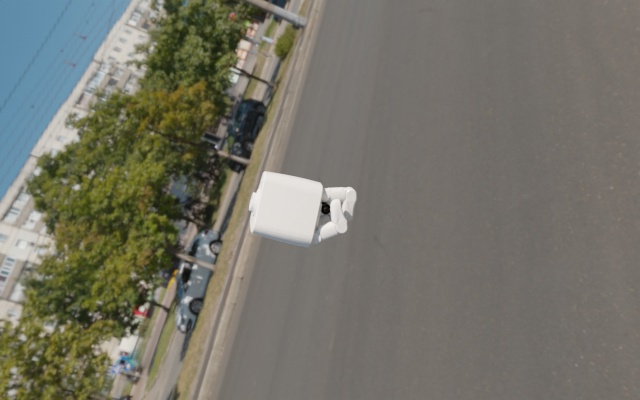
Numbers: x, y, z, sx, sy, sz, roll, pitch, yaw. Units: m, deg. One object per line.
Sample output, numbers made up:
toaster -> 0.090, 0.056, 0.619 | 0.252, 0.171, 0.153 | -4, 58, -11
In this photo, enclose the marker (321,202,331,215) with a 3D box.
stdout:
marker -> 0.000, 0.003, 0.879 | 0.020, 0.020, 0.121 | 0, 14, -10
